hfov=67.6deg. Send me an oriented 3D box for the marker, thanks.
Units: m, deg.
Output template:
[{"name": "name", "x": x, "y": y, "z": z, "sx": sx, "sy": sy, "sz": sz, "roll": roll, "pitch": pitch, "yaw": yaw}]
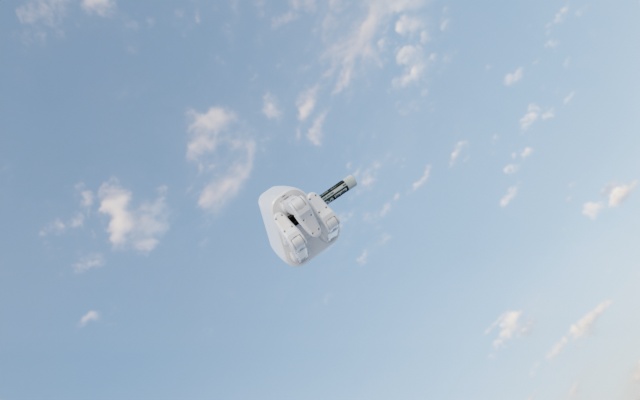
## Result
[{"name": "marker", "x": 0.000, "y": 0.002, "z": 0.694, "sx": 0.121, "sy": 0.020, "sz": 0.020, "roll": -34, "pitch": 9, "yaw": -13}]
